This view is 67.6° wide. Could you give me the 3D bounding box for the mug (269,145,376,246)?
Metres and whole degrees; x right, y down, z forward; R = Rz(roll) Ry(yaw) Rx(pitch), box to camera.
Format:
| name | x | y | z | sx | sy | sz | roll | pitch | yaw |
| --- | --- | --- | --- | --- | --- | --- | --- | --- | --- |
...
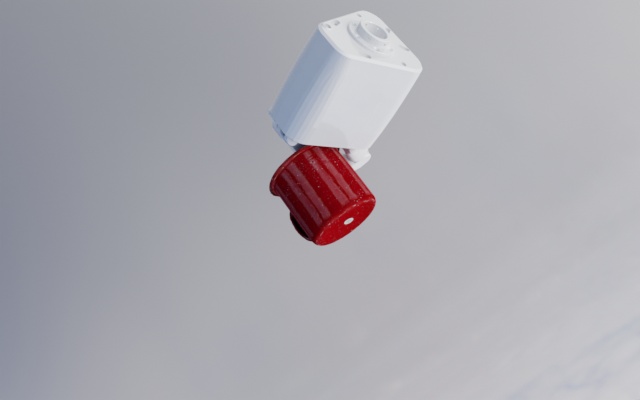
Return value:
| name | x | y | z | sx | sy | sz | roll | pitch | yaw |
| --- | --- | --- | --- | --- | --- | --- | --- | --- | --- |
| mug | 0.000 | 0.003 | 0.521 | 0.093 | 0.081 | 0.117 | -18 | -27 | -42 |
